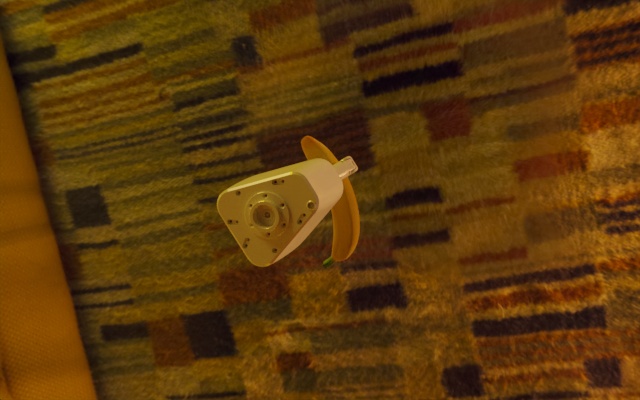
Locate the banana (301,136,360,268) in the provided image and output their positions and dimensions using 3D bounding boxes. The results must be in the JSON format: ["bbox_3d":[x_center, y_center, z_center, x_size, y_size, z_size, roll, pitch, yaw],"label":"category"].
[{"bbox_3d":[0.018,0.004,0.674,0.069,0.198,0.037,-5,10,19],"label":"banana"}]
